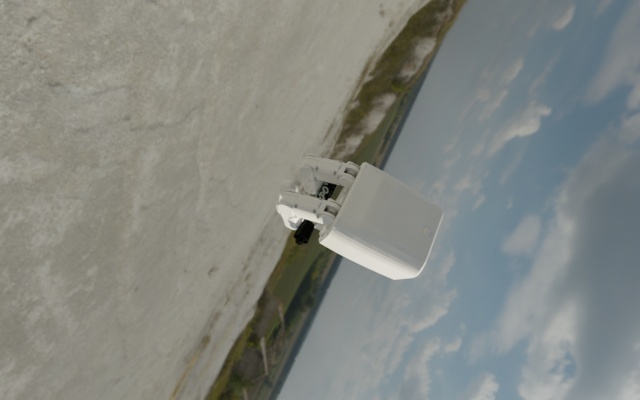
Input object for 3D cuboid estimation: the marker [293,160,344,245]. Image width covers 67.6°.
[{"bbox_3d":[0.000,0.002,0.571,0.020,0.121,0.020,21,-29,13],"label":"marker"}]
